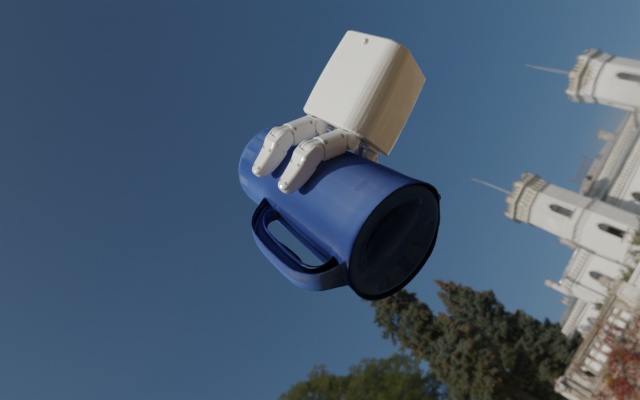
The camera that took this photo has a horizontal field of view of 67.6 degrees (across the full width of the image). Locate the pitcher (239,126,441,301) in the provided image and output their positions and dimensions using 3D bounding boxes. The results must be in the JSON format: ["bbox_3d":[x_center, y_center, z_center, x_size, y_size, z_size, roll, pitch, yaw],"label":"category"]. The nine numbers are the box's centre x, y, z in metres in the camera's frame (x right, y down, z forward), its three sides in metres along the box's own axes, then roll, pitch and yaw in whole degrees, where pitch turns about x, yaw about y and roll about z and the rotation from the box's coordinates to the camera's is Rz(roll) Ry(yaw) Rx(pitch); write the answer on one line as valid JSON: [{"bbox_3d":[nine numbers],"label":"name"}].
[{"bbox_3d":[0.000,0.002,0.548,0.149,0.145,0.242,20,9,-46],"label":"pitcher"}]
